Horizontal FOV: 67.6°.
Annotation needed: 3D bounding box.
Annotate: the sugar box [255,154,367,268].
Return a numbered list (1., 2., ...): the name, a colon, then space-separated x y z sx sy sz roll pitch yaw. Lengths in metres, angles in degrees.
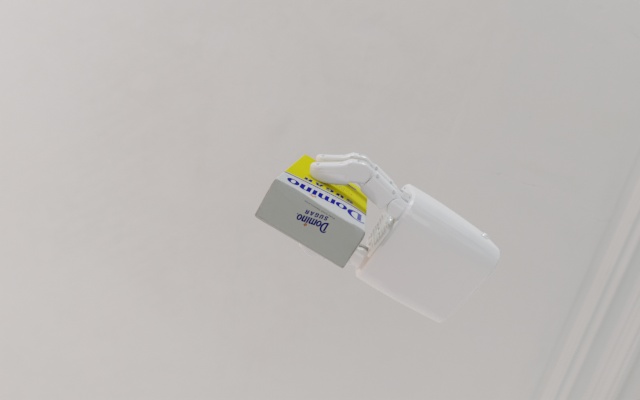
1. sugar box: 0.000 0.001 0.490 0.093 0.048 0.176 31 11 -2
